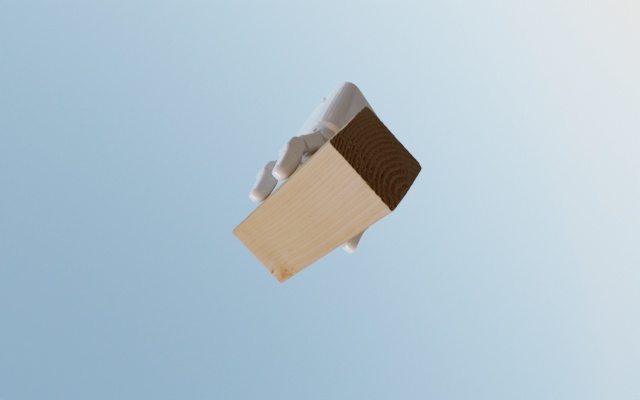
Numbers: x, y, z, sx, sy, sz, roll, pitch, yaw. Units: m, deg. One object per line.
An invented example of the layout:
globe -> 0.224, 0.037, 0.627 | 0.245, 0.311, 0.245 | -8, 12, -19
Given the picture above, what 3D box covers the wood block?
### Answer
wood block -> 0.000, 0.002, 0.538 | 0.206, 0.091, 0.090 | -39, 7, 45
